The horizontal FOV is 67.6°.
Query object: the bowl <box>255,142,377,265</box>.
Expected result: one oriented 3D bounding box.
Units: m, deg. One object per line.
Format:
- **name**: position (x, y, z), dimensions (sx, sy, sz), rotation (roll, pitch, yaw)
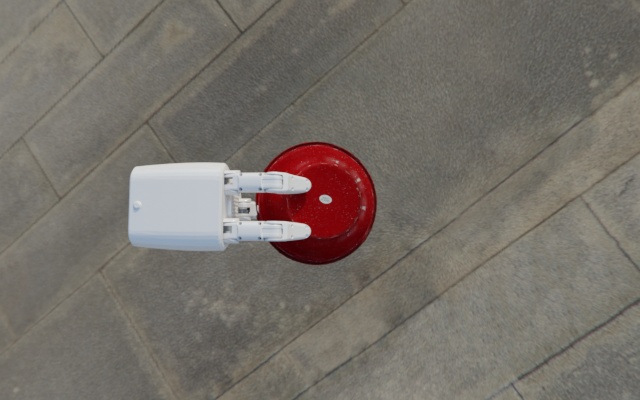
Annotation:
- **bowl**: position (0.001, 0.002, 0.598), dimensions (0.162, 0.162, 0.055), rotation (0, -3, -10)
